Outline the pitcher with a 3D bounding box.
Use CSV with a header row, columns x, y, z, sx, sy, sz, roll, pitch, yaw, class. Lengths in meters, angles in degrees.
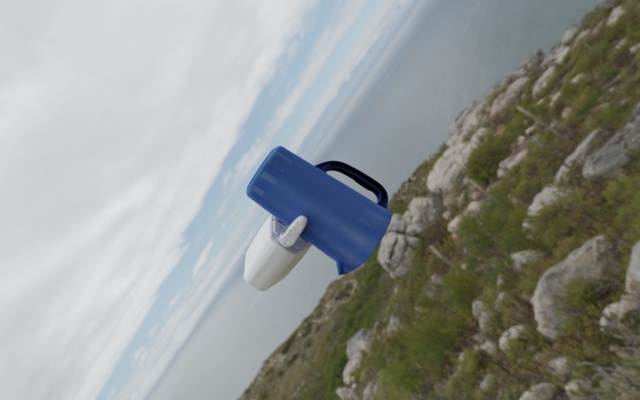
x,y,z,sx,sy,sz,roll,pitch,yaw,class
0.000,0.003,0.852,0.243,0.145,0.149,34,23,-5,pitcher
